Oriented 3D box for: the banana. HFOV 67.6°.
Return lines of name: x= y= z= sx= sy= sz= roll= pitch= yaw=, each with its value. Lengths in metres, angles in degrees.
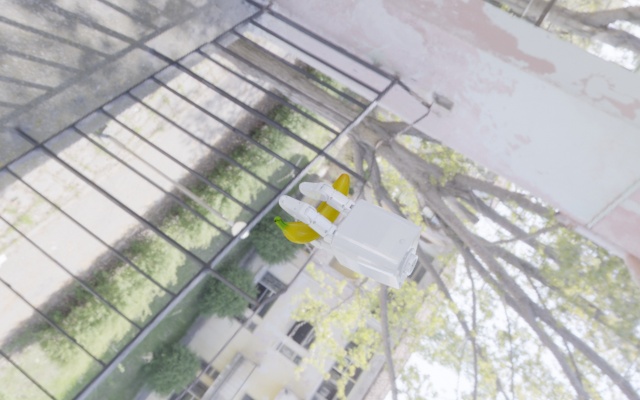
banana: x=-0.001 y=0.021 z=0.793 sx=0.037 sy=0.070 sz=0.197 roll=14 pitch=32 yaw=31
